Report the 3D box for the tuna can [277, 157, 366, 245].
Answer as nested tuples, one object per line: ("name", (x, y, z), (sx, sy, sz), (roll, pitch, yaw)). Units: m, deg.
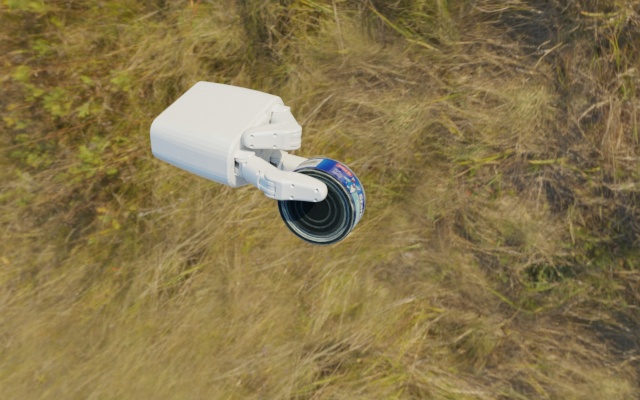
("tuna can", (0.000, 0.002, 0.482), (0.086, 0.086, 0.033), (0, 24, 25))
